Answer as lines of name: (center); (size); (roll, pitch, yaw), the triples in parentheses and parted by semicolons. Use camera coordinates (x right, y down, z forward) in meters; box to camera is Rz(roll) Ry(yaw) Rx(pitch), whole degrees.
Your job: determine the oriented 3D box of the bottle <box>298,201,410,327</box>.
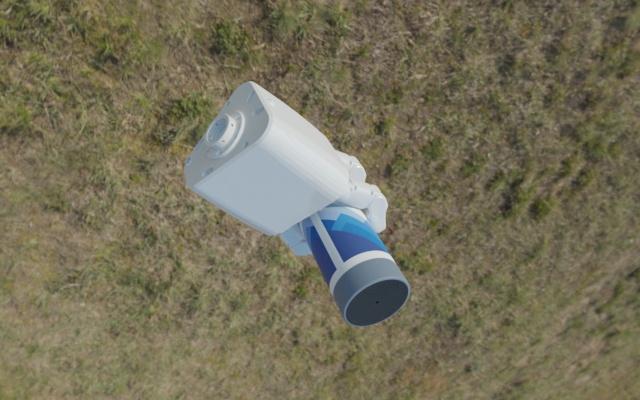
bottle: (0.000, 0.002, 0.531); (0.069, 0.069, 0.295); (0, 38, -26)
